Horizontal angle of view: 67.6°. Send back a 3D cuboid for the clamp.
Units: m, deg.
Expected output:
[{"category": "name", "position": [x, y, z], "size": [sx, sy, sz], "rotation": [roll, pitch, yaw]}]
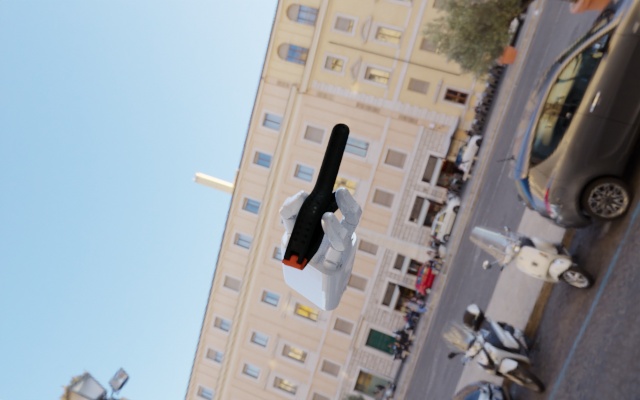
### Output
[{"category": "clamp", "position": [-0.001, 0.003, 0.676], "size": [0.036, 0.165, 0.209], "rotation": [15, 46, 15]}]
